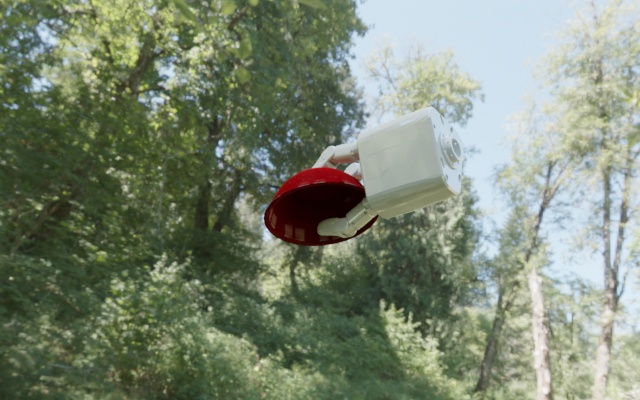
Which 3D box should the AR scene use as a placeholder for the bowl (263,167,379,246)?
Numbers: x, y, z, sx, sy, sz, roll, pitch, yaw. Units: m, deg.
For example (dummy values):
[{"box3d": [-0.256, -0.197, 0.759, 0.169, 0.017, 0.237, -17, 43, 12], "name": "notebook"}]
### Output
[{"box3d": [-0.001, 0.002, 0.675, 0.162, 0.055, 0.162, -5, -34, -4], "name": "bowl"}]
